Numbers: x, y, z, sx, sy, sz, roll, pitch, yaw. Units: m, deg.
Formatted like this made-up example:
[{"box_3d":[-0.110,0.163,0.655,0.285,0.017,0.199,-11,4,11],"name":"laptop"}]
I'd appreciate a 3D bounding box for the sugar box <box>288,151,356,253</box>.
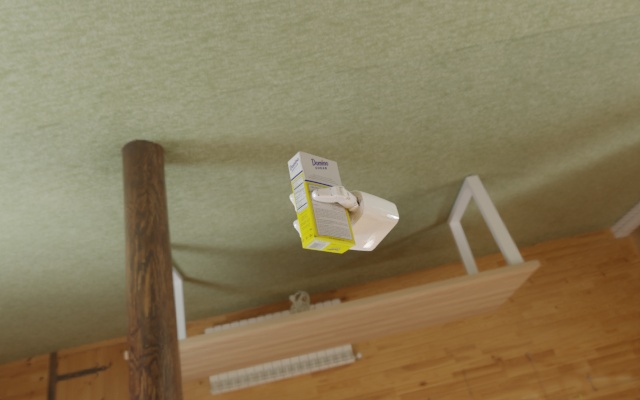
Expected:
[{"box_3d":[0.000,0.003,0.858,0.093,0.176,0.048,13,-39,-38],"name":"sugar box"}]
